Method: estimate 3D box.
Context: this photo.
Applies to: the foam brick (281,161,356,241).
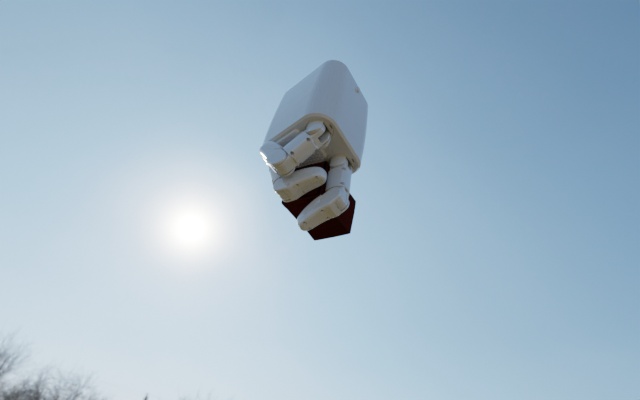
[{"bbox_3d":[0.000,0.002,0.562,0.053,0.051,0.078,-12,-44,28],"label":"foam brick"}]
